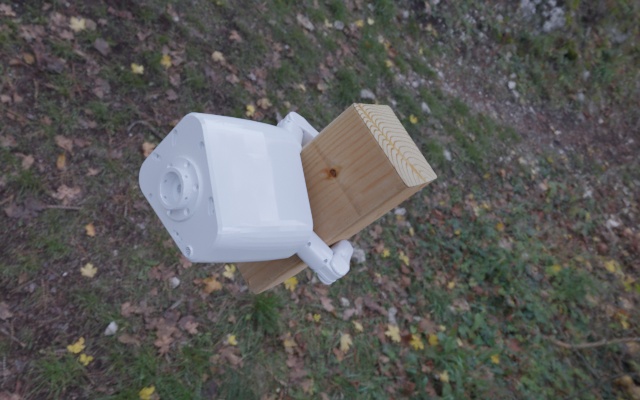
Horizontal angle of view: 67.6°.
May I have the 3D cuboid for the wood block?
[{"bbox_3d":[0.000,0.002,0.490,0.206,0.091,0.090,-37,-11,29],"label":"wood block"}]
